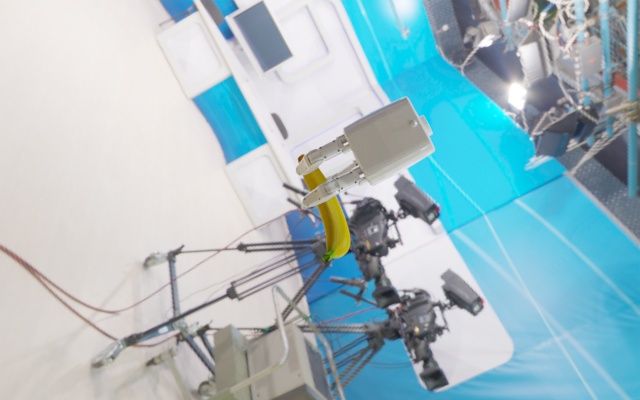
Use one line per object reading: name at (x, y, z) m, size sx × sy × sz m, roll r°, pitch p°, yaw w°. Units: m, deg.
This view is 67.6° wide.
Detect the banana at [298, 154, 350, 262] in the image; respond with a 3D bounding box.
banana at (0.009, 0.013, 0.746) m, size 0.037 × 0.197 × 0.070 m, roll -27°, pitch -35°, yaw 15°
